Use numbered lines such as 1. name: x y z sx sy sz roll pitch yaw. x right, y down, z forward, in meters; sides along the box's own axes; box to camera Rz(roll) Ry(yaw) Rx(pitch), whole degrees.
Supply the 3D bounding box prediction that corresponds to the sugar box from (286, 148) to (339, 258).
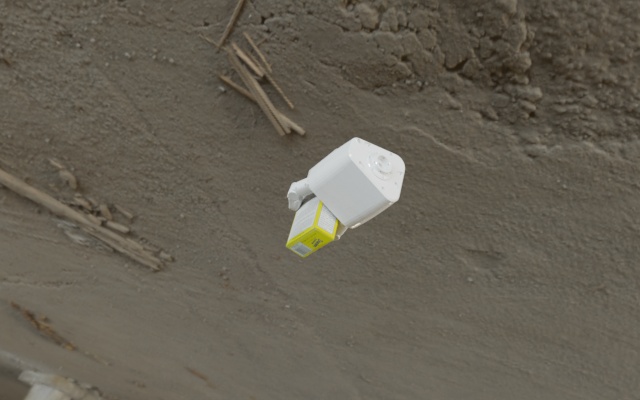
1. sugar box: 0.001 0.003 0.820 0.048 0.176 0.093 34 -40 -19
